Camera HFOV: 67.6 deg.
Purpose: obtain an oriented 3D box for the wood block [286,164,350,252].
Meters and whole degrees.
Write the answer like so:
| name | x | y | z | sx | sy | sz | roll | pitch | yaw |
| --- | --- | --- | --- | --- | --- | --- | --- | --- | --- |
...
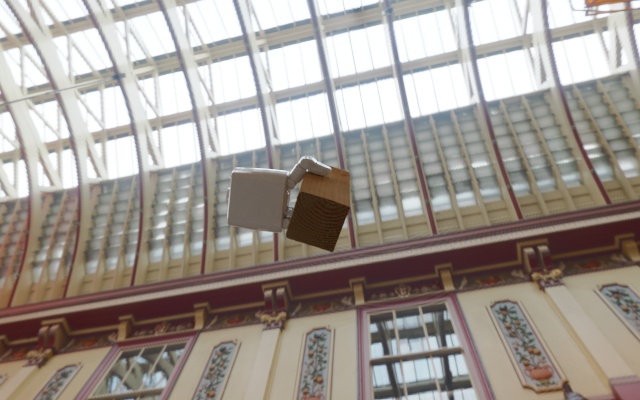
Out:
| name | x | y | z | sx | sy | sz | roll | pitch | yaw |
| --- | --- | --- | --- | --- | --- | --- | --- | --- | --- |
| wood block | 0.000 | 0.002 | 0.894 | 0.090 | 0.091 | 0.206 | 18 | 20 | -3 |
